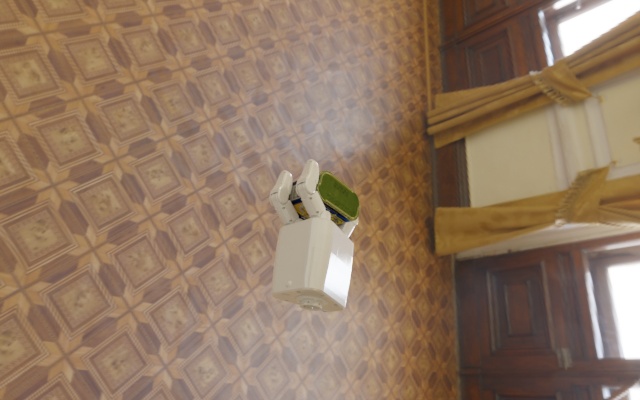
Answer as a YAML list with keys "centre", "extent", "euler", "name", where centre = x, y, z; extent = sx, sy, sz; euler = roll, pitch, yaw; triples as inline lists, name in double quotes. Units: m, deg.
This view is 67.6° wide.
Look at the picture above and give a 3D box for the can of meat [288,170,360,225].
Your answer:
- centre: [0.000, 0.002, 0.750]
  extent: [0.084, 0.057, 0.102]
  euler: [-17, -39, 40]
  name: "can of meat"
